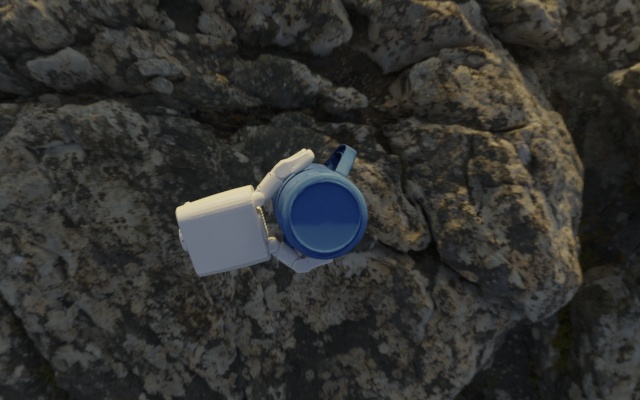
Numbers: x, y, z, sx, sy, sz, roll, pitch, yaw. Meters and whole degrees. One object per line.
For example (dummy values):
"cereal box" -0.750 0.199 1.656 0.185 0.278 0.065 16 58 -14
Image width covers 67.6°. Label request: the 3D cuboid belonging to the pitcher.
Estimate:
"pitcher" 0.000 0.002 0.693 0.145 0.149 0.243 -14 5 -4
